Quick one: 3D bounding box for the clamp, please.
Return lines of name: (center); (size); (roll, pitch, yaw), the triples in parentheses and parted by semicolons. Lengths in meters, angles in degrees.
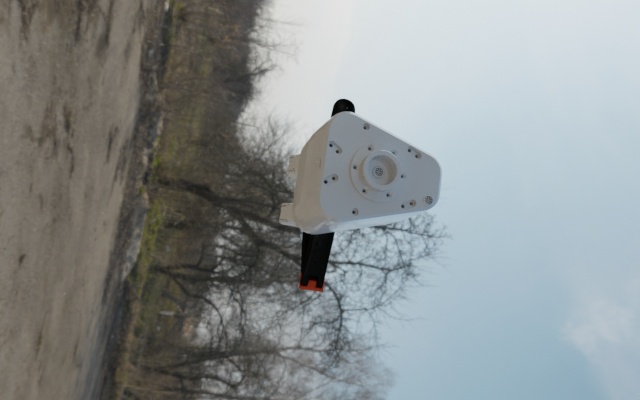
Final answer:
clamp: (0.001, 0.003, 0.575); (0.036, 0.210, 0.164); (9, -9, -8)
